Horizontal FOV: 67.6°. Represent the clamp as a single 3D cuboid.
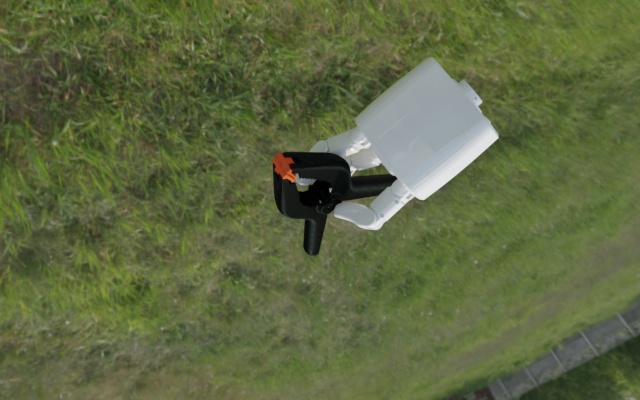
[{"bbox_3d":[0.000,0.002,0.571,0.164,0.036,0.210,-43,-32,16],"label":"clamp"}]
